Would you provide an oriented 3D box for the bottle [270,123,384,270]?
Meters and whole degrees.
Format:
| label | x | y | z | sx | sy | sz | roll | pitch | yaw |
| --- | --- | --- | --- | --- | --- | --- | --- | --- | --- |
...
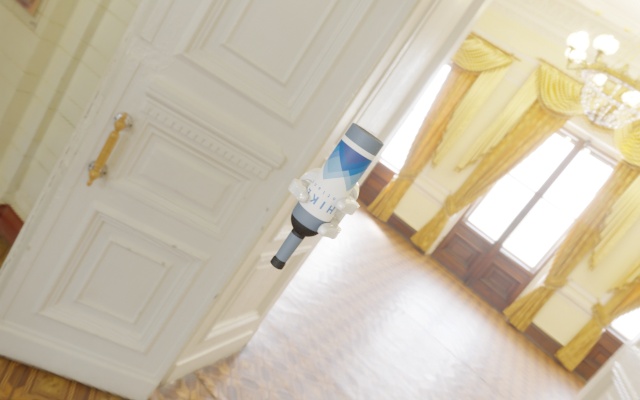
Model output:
| label | x | y | z | sx | sy | sz | roll | pitch | yaw |
| --- | --- | --- | --- | --- | --- | --- | --- | --- | --- |
| bottle | 0.000 | 0.003 | 0.848 | 0.069 | 0.296 | 0.069 | 33 | 14 | -9 |
